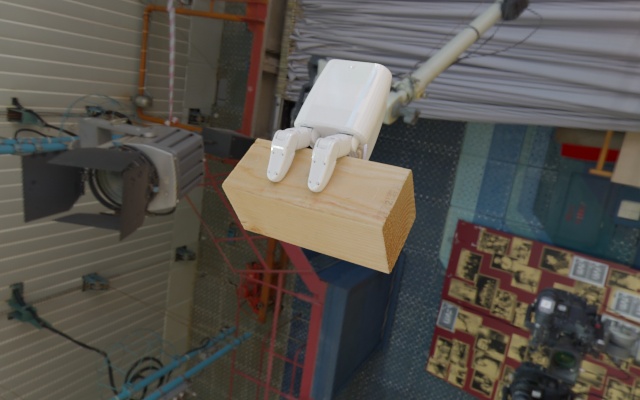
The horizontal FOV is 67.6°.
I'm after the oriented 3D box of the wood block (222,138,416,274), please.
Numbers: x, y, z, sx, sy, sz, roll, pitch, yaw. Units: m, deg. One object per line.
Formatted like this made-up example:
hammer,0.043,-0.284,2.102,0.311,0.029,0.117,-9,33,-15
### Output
wood block,0.000,0.002,0.578,0.206,0.090,0.091,14,-34,26
